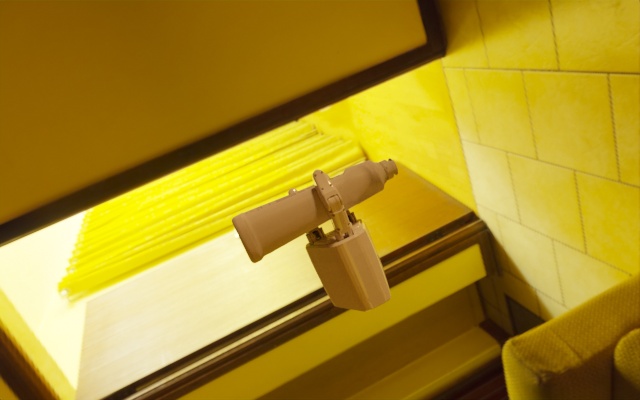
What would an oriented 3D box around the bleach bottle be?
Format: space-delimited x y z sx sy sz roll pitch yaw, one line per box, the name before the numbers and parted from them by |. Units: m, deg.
bleach bottle | 0.000 0.002 0.686 0.251 0.068 0.102 -26 8 -10
